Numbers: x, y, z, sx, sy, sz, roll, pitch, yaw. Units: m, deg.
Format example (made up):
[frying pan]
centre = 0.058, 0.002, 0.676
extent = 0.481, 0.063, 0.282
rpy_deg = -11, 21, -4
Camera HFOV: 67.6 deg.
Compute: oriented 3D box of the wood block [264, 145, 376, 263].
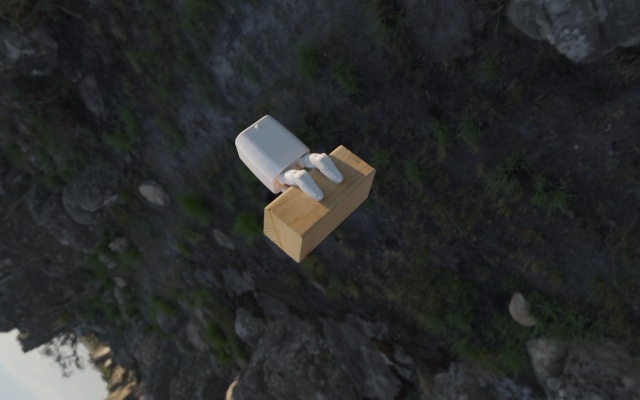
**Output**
[wood block]
centre = 0.000, 0.003, 0.881
extent = 0.206, 0.090, 0.091
rpy_deg = -42, -20, -30
